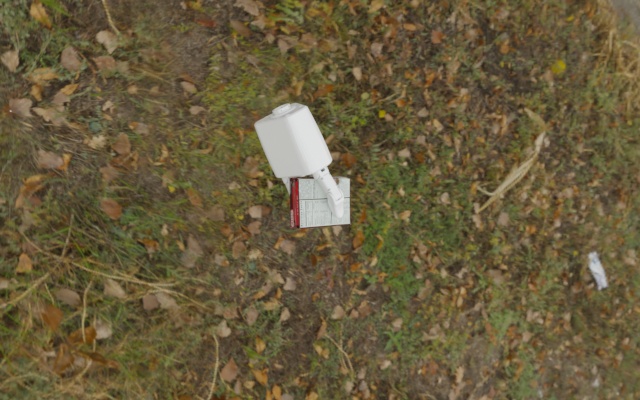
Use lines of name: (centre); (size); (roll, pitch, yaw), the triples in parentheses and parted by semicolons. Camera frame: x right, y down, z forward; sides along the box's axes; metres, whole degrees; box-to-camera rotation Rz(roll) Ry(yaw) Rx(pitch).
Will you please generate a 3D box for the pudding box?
pudding box: (0.000, 0.003, 0.857); (0.113, 0.090, 0.039); (-3, 5, -29)
